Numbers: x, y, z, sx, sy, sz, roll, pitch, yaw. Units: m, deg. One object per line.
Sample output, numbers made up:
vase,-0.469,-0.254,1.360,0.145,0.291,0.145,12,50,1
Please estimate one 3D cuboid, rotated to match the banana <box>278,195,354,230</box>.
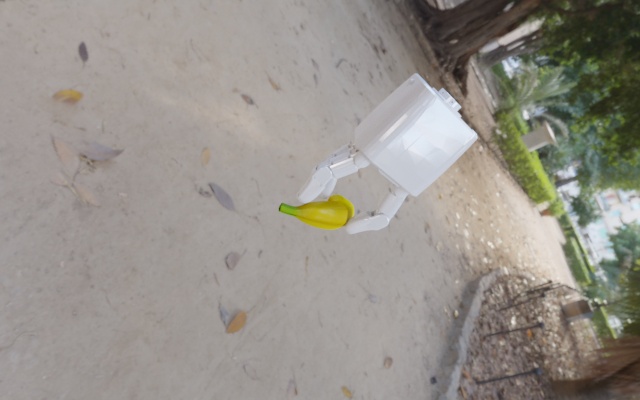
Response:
banana,0.014,0.012,0.667,0.069,0.037,0.198,32,12,16
